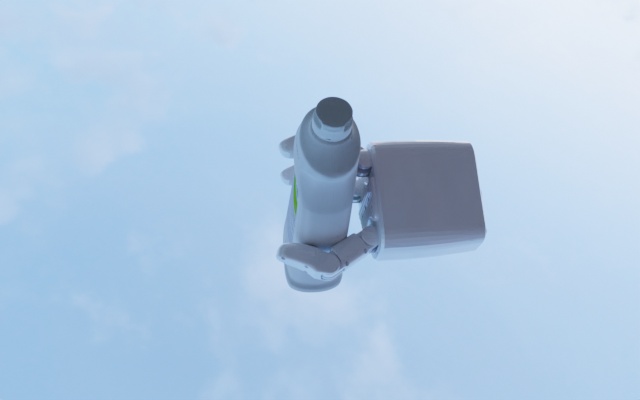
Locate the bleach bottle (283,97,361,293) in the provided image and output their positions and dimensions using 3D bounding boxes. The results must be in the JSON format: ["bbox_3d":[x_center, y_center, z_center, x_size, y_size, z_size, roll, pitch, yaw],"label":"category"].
[{"bbox_3d":[0.000,0.001,0.458,0.068,0.102,0.251,-3,-28,-7],"label":"bleach bottle"}]
